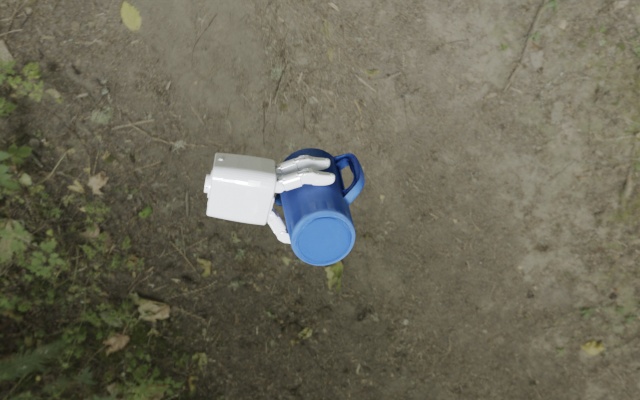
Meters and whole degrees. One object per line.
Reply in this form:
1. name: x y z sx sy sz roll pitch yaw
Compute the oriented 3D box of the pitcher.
1. pitcher: 0.000 0.003 0.873 0.145 0.149 0.242 10 26 -13
